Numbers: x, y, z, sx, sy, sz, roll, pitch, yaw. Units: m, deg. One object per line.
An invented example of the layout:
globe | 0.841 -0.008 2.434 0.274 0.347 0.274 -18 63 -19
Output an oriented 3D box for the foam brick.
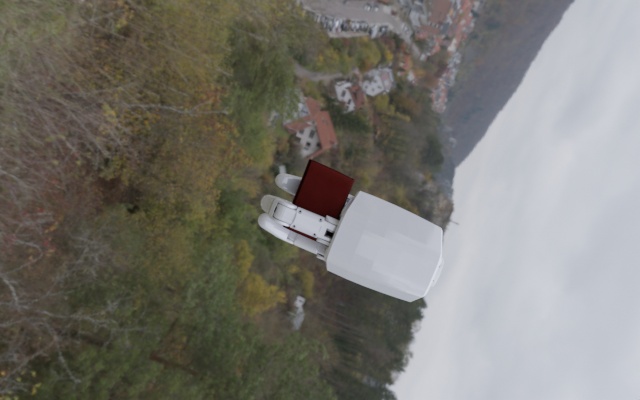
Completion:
foam brick | 0.000 0.001 0.520 0.051 0.078 0.053 22 4 6
